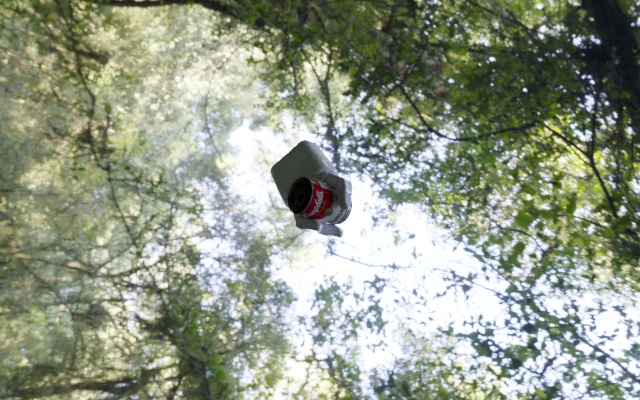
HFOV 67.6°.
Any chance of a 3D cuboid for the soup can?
[{"bbox_3d":[0.001,0.003,0.870,0.102,0.068,0.068,18,-12,-39],"label":"soup can"}]
